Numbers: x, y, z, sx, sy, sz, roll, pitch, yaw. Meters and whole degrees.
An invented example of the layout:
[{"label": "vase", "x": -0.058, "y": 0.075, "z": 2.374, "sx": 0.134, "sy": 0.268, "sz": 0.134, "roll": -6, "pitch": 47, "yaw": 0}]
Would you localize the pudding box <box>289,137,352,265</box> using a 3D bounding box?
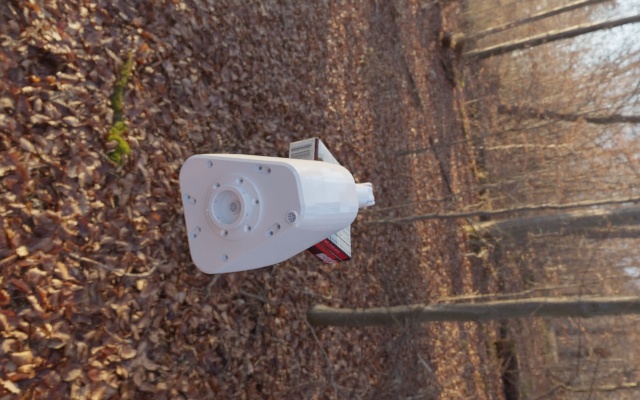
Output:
[{"label": "pudding box", "x": 0.000, "y": 0.002, "z": 0.518, "sx": 0.039, "sy": 0.113, "sz": 0.090, "roll": -11, "pitch": -32, "yaw": 24}]
